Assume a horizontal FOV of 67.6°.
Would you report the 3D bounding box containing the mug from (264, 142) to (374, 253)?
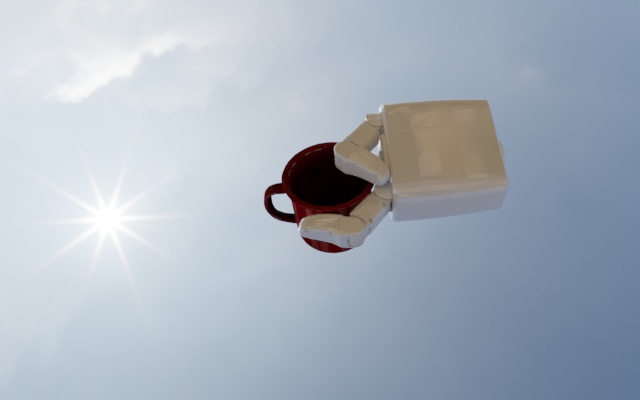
[{"bbox_3d":[-0.001,0.002,0.494,0.117,0.093,0.082,-6,-42,3],"label":"mug"}]
